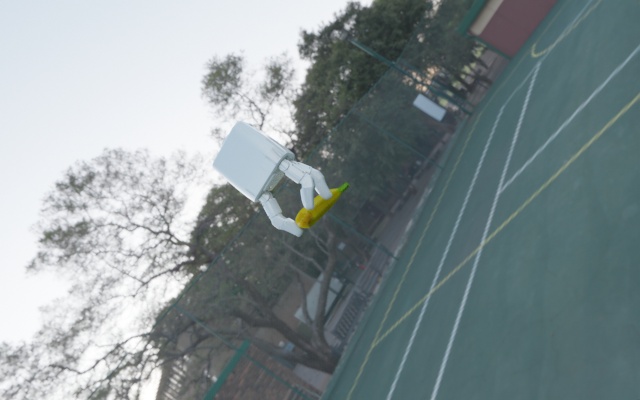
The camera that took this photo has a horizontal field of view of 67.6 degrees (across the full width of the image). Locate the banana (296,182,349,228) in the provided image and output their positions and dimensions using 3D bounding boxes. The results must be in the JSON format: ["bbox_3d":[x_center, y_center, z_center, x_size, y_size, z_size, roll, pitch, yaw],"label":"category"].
[{"bbox_3d":[-0.008,0.014,0.908,0.037,0.070,0.197,40,32,5],"label":"banana"}]
